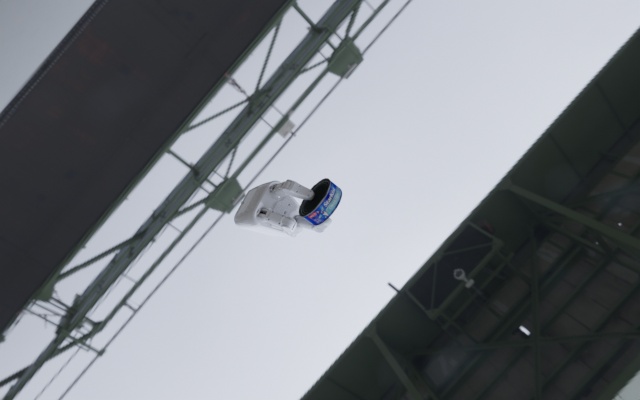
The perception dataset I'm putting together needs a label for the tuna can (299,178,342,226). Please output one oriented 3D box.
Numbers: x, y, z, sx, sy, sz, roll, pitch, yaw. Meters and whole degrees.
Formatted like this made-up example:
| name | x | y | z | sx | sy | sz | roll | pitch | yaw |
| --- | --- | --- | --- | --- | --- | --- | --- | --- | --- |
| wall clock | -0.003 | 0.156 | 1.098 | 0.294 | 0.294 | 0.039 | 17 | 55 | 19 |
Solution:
| name | x | y | z | sx | sy | sz | roll | pitch | yaw |
| --- | --- | --- | --- | --- | --- | --- | --- | --- | --- |
| tuna can | 0.001 | 0.003 | 0.872 | 0.034 | 0.086 | 0.086 | 38 | -15 | -21 |
